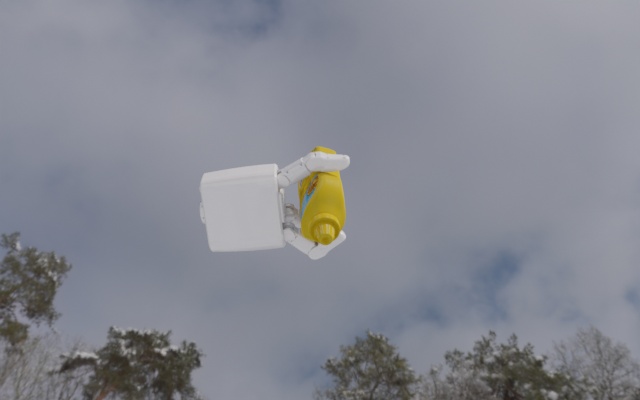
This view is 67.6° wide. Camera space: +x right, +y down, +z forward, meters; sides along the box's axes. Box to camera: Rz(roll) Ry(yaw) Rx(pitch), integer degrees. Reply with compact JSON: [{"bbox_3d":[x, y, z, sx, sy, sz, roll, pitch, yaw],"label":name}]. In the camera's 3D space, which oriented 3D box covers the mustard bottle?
[{"bbox_3d":[0.000,0.002,0.676,0.058,0.096,0.191,16,27,-12],"label":"mustard bottle"}]
